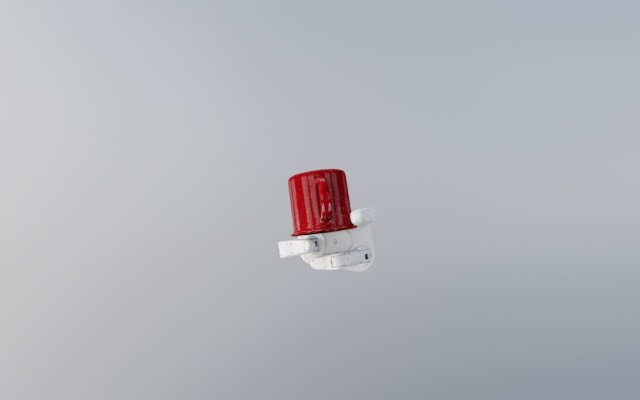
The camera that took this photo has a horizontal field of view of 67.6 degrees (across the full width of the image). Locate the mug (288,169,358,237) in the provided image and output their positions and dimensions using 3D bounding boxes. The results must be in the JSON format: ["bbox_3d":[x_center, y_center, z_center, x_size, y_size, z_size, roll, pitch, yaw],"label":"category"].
[{"bbox_3d":[0.000,0.002,0.646,0.093,0.081,0.117,-7,-6,-4],"label":"mug"}]
